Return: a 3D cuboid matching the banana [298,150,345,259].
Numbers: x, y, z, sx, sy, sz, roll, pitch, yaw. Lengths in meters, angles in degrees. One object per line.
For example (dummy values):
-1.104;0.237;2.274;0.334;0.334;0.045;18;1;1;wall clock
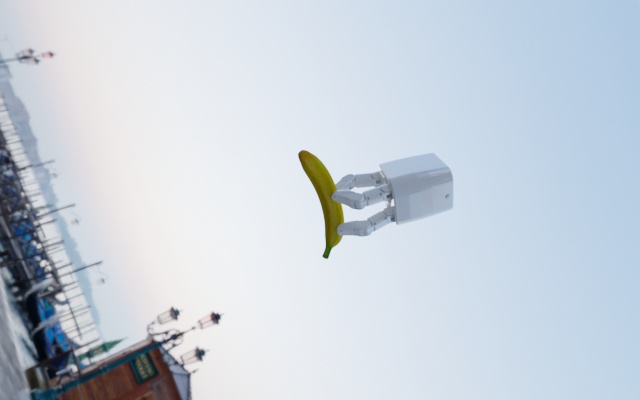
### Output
0.008;-0.001;0.828;0.037;0.198;0.069;-6;19;27;banana
